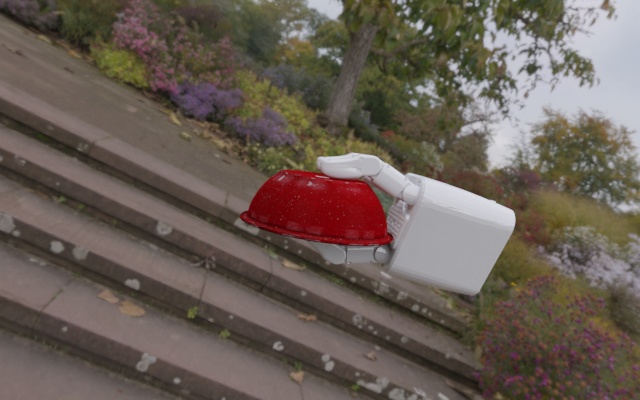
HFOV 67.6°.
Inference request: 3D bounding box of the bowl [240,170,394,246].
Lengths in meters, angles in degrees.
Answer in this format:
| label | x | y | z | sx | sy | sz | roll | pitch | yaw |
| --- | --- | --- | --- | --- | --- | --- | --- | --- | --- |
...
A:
| label | x | y | z | sx | sy | sz | roll | pitch | yaw |
| --- | --- | --- | --- | --- | --- | --- | --- | --- | --- |
| bowl | -0.001 | 0.001 | 0.495 | 0.162 | 0.055 | 0.162 | 8 | 7 | -1 |
